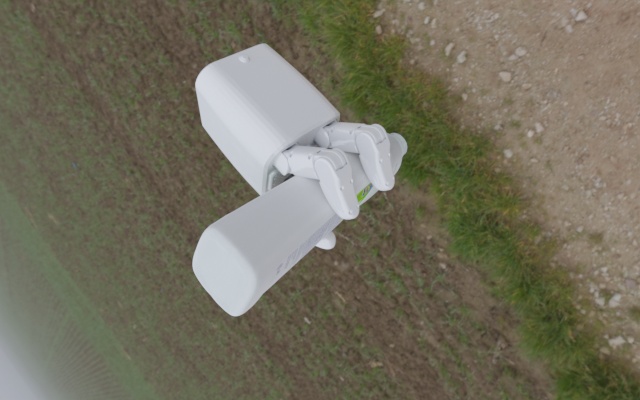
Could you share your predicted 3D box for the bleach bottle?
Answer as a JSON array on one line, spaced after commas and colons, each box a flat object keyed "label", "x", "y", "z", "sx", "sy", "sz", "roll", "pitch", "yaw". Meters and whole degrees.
[{"label": "bleach bottle", "x": 0.000, "y": 0.002, "z": 0.461, "sx": 0.250, "sy": 0.068, "sz": 0.103, "roll": -36, "pitch": -12, "yaw": -37}]
